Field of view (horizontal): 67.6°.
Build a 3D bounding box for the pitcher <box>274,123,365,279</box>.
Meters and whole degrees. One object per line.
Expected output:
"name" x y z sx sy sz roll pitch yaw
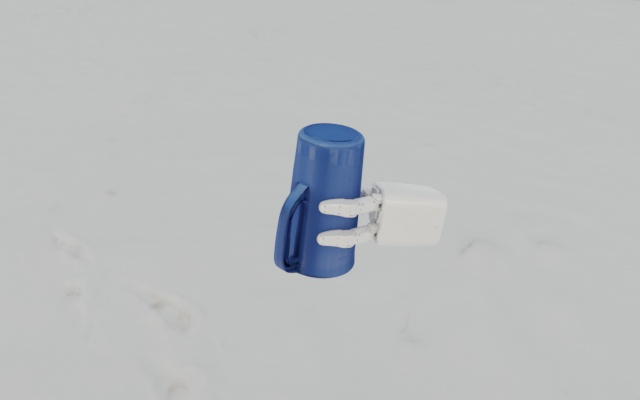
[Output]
"pitcher" 0.000 0.003 0.798 0.145 0.243 0.149 3 26 -5
